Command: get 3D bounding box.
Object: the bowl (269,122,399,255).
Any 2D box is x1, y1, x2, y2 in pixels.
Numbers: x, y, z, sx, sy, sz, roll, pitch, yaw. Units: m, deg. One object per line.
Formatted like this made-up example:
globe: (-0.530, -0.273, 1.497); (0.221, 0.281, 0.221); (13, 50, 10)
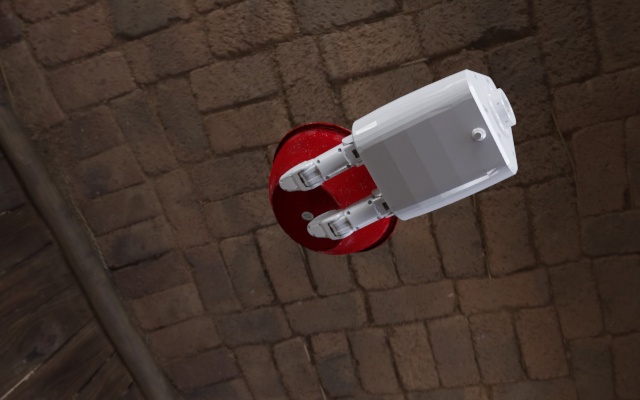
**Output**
bowl: (-0.001, 0.003, 0.512); (0.162, 0.162, 0.055); (0, 29, 36)
